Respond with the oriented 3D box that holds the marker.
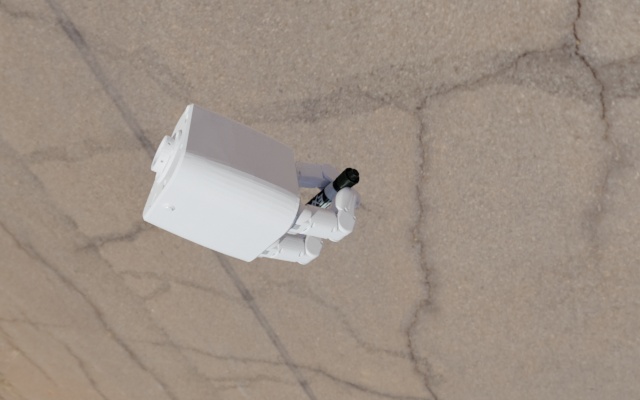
[{"bbox_3d":[0.000,0.002,0.506,0.020,0.020,0.121,0,-29,-40],"label":"marker"}]
